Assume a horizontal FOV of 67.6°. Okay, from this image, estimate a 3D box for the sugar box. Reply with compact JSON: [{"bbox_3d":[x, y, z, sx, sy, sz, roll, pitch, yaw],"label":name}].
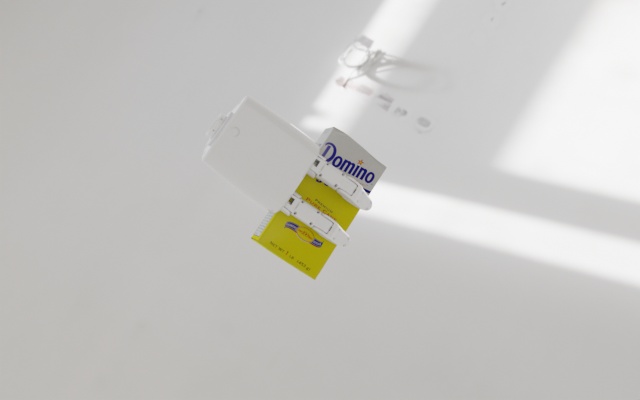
[{"bbox_3d":[0.000,0.002,0.613,0.093,0.176,0.048,36,-8,-18],"label":"sugar box"}]
